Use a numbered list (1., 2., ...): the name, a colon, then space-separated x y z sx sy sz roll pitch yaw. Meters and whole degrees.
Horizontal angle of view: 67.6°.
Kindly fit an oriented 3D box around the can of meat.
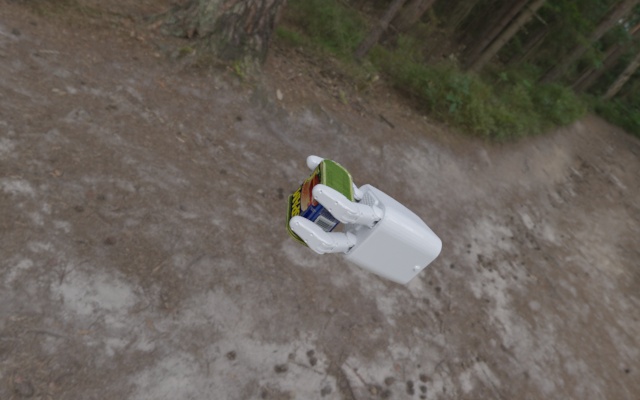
1. can of meat: 0.000 0.002 0.652 0.057 0.084 0.102 31 30 -20
